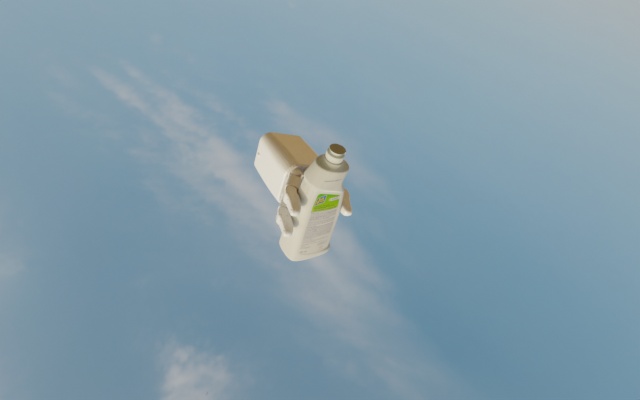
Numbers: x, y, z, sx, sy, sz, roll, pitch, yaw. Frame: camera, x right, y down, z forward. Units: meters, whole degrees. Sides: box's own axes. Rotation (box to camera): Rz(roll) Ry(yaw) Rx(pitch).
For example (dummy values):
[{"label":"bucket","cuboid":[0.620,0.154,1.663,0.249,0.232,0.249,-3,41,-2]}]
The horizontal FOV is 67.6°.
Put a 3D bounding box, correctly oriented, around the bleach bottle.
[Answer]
[{"label":"bleach bottle","cuboid":[0.000,0.003,0.859,0.102,0.251,0.068,-14,52,-34]}]
